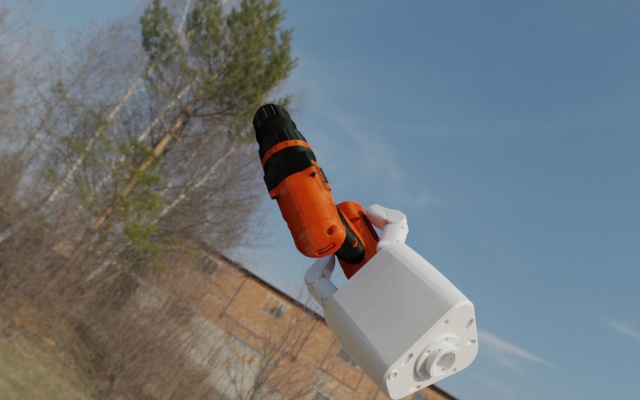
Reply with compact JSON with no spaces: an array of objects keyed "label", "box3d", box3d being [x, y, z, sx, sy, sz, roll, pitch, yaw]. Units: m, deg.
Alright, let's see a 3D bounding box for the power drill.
[{"label":"power drill","box3d":[0.000,0.002,0.514,0.057,0.184,0.188,-30,-35,12]}]
